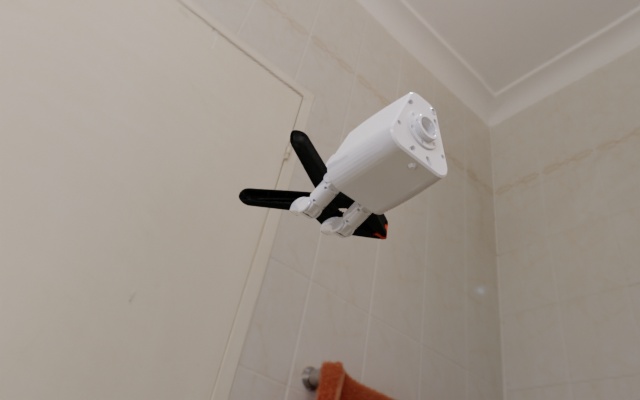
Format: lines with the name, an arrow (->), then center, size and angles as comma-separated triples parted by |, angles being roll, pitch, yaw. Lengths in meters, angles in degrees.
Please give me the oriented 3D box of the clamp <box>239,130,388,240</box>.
clamp -> 0.001, 0.002, 0.656 | 0.210, 0.036, 0.164 | 32, -41, -24
